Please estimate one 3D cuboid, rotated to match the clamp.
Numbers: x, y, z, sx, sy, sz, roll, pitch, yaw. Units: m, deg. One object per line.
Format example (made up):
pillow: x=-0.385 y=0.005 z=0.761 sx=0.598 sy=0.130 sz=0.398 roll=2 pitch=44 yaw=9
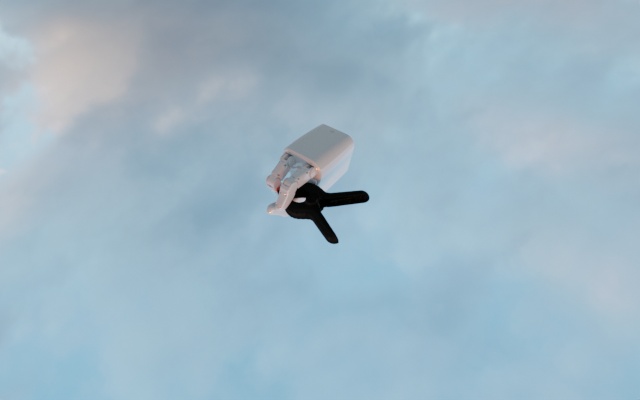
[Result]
clamp: x=0.000 y=0.003 z=0.863 sx=0.171 sy=0.039 sz=0.120 roll=29 pitch=54 yaw=32
